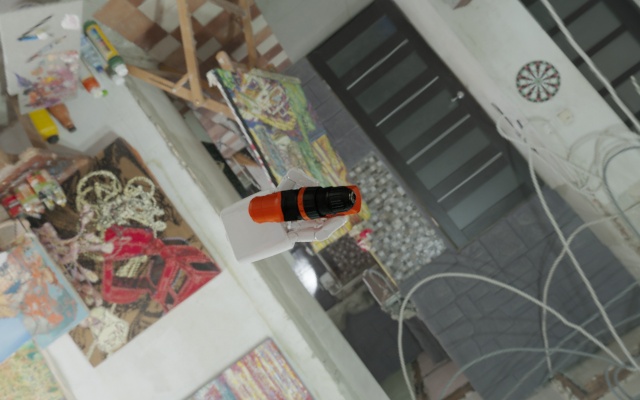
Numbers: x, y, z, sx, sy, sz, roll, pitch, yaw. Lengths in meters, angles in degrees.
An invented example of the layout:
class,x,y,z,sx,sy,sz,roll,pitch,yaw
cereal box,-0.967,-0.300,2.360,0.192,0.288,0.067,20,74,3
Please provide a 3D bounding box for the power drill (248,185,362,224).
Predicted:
class,x,y,z,sx,sy,sz,roll,pitch,yaw
power drill,0.000,0.003,0.802,0.184,0.057,0.187,-5,-2,27
